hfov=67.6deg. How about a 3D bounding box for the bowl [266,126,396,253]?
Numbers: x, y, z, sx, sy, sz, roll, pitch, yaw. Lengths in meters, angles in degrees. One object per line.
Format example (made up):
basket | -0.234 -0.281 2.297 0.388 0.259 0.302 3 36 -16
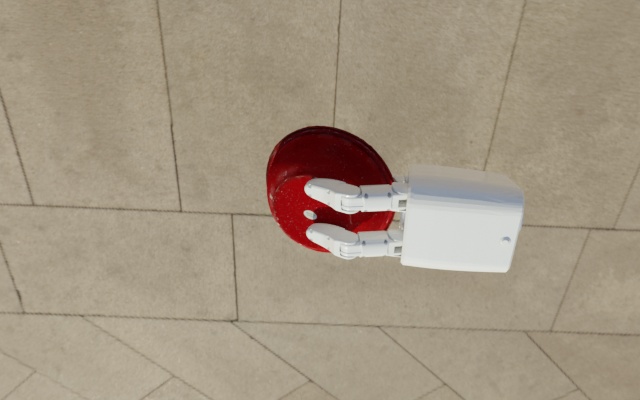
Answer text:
bowl | -0.001 0.002 0.532 0.162 0.162 0.055 0 28 25
